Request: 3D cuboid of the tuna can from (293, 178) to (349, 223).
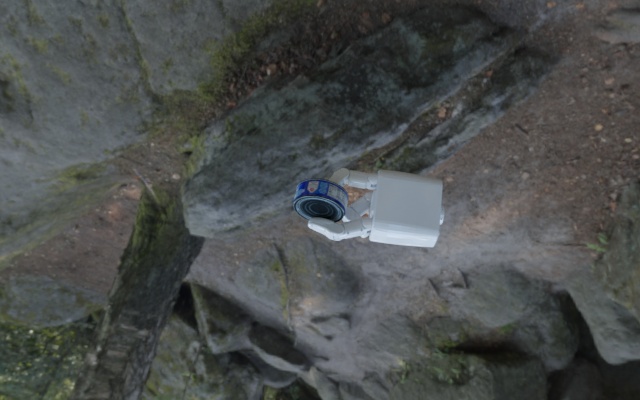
[{"bbox_3d":[0.000,0.003,0.761,0.086,0.033,0.086,9,-31,6],"label":"tuna can"}]
